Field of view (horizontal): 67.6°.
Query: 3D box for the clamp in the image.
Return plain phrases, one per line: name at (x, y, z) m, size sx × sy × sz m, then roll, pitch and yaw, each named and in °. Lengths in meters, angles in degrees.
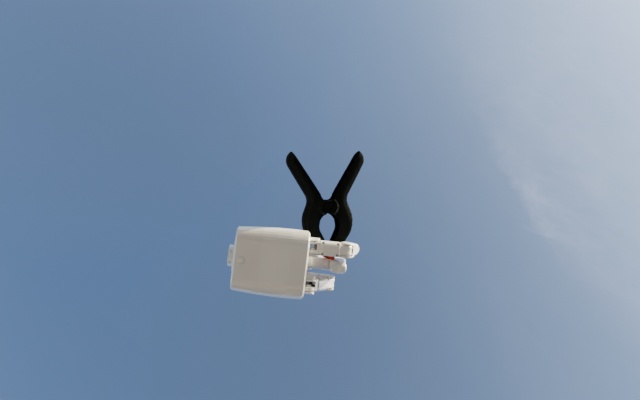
clamp at (0.000, 0.003, 0.728) m, size 0.120 × 0.171 × 0.039 m, roll 7°, pitch -3°, yaw -7°
